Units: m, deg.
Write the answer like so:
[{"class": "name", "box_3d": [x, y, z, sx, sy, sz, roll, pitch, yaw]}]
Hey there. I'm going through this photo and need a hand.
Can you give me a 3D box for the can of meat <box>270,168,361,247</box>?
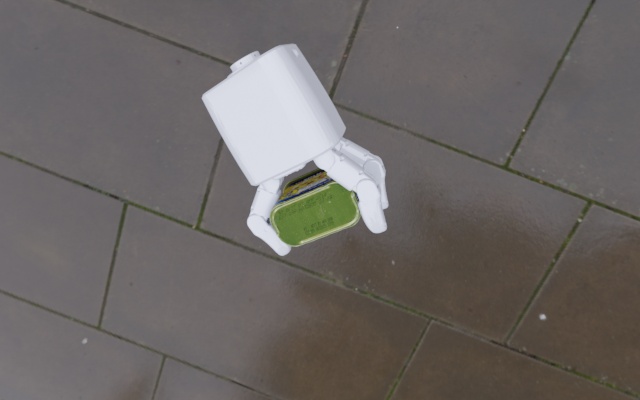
[{"class": "can of meat", "box_3d": [0.000, 0.002, 0.529, 0.102, 0.057, 0.084, -23, 14, 16]}]
